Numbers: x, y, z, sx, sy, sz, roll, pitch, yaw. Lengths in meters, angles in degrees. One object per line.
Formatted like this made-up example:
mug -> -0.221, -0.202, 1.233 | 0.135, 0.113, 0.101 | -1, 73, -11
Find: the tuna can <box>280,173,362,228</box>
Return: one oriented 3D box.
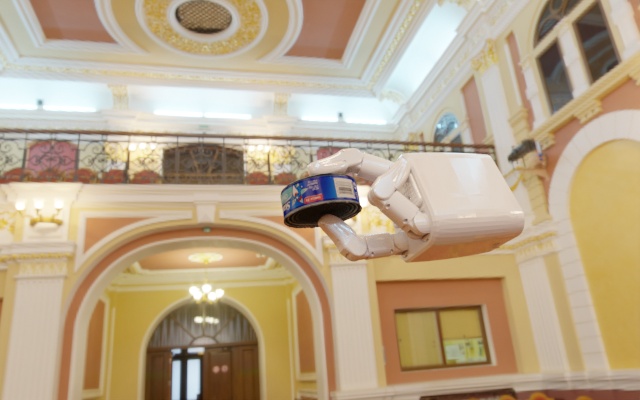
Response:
tuna can -> 0.000, 0.001, 0.517 | 0.086, 0.033, 0.086 | -10, -18, -3
